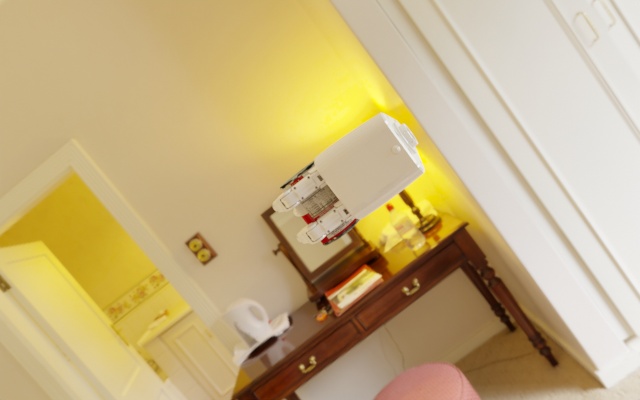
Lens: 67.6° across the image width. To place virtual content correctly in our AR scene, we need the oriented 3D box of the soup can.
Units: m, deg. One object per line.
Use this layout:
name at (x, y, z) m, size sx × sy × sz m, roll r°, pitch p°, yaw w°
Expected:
soup can at (0.000, 0.002, 0.660) m, size 0.068 × 0.102 × 0.068 m, roll -37°, pitch 6°, yaw 5°
